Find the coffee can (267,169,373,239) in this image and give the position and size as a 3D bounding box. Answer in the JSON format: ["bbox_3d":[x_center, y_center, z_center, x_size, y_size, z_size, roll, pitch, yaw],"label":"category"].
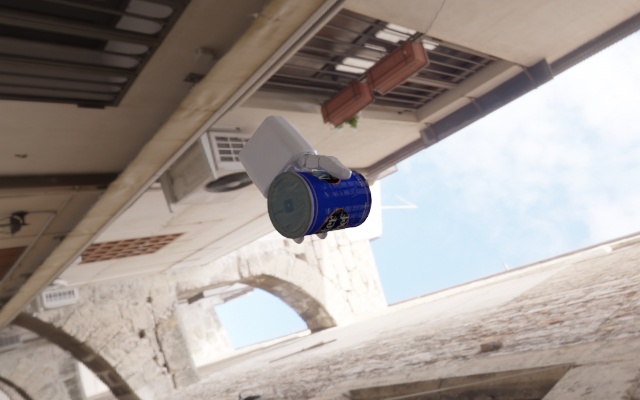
[{"bbox_3d":[0.000,0.003,0.769,0.140,0.103,0.103,-6,4,-44],"label":"coffee can"}]
